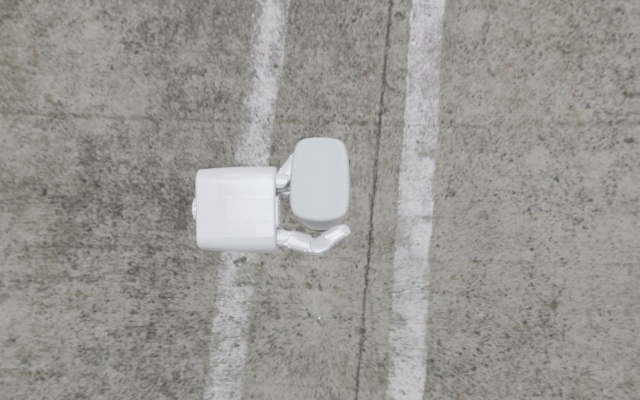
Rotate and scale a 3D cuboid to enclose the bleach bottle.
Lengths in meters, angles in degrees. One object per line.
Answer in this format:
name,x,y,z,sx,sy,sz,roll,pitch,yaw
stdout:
bleach bottle,0.000,0.002,0.654,0.068,0.102,0.251,1,-14,1
